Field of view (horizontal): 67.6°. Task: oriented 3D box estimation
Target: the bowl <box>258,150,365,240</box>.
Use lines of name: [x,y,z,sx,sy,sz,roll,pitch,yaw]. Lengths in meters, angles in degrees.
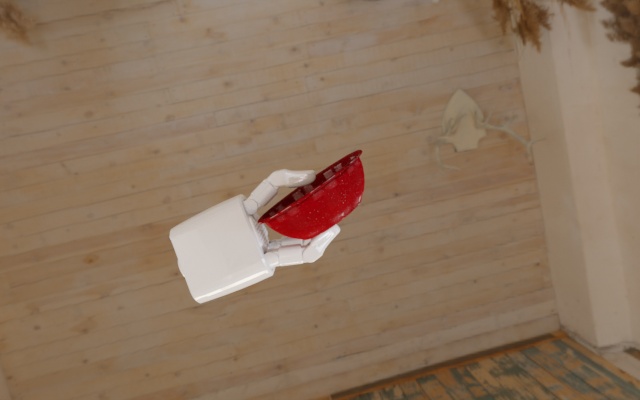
bowl: [0.001,0.002,0.611,0.162,0.055,0.162,-35,7,5]
